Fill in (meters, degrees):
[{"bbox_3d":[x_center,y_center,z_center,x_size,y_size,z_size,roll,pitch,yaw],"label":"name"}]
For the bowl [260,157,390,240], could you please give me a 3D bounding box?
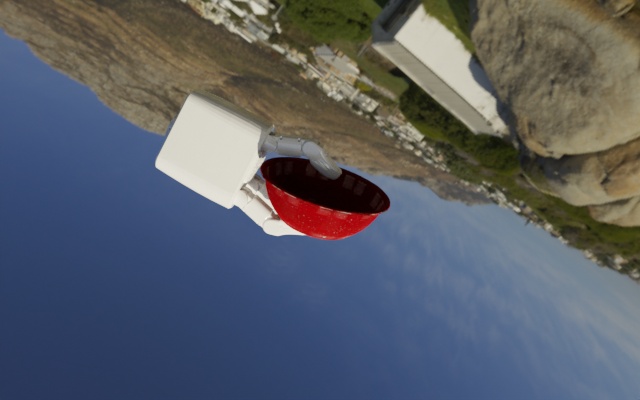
[{"bbox_3d":[0.001,0.003,0.580,0.162,0.055,0.162,14,21,-6],"label":"bowl"}]
